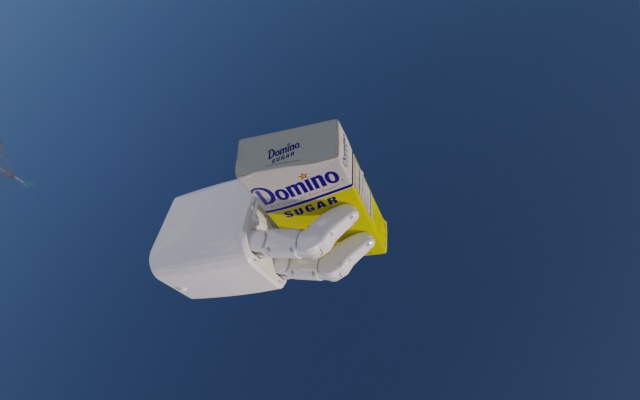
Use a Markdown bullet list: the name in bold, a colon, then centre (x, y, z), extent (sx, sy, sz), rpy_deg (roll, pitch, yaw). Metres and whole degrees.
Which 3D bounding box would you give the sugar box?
- **sugar box**: centre (0.000, 0.002, 0.457), extent (0.093, 0.048, 0.176), rpy_deg (-10, -31, 18)
